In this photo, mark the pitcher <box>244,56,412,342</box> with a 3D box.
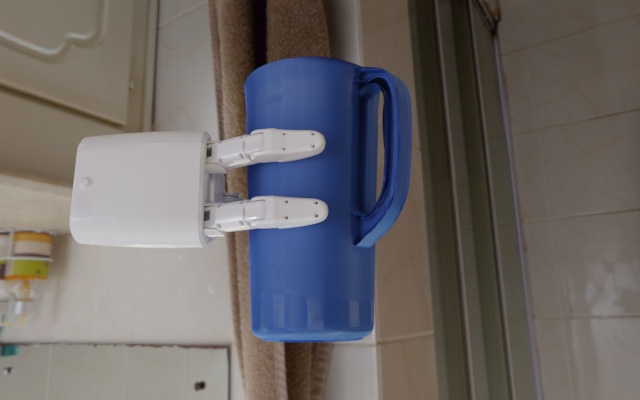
[{"bbox_3d":[0.000,0.001,0.437,0.145,0.242,0.149,0,-13,-4],"label":"pitcher"}]
